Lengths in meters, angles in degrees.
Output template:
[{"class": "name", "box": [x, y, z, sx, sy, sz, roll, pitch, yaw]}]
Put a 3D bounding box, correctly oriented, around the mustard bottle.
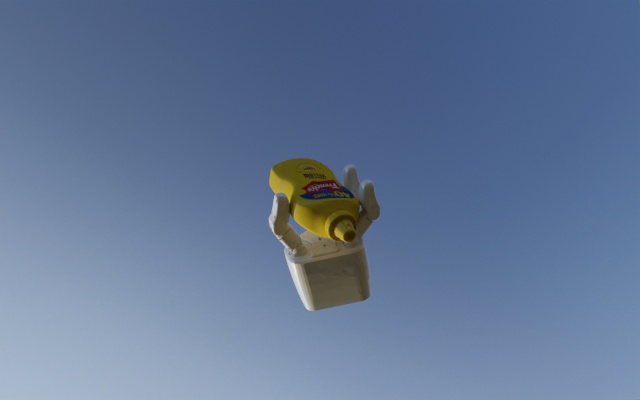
[{"class": "mustard bottle", "box": [0.000, 0.002, 0.665, 0.096, 0.058, 0.191, 0, 27, -25]}]
